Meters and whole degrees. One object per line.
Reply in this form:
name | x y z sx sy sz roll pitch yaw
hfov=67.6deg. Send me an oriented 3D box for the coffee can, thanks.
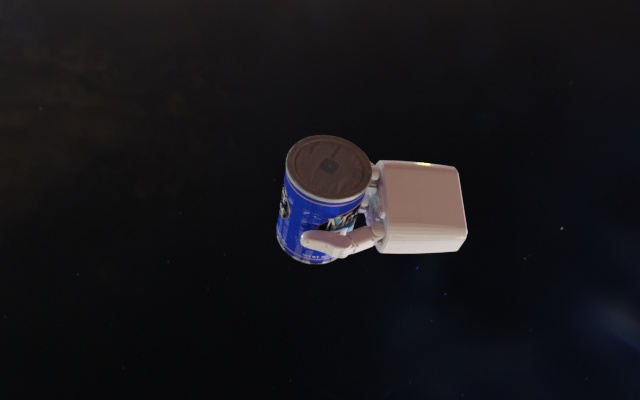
coffee can | 0.000 0.002 0.611 0.103 0.102 0.140 0 -38 -12
